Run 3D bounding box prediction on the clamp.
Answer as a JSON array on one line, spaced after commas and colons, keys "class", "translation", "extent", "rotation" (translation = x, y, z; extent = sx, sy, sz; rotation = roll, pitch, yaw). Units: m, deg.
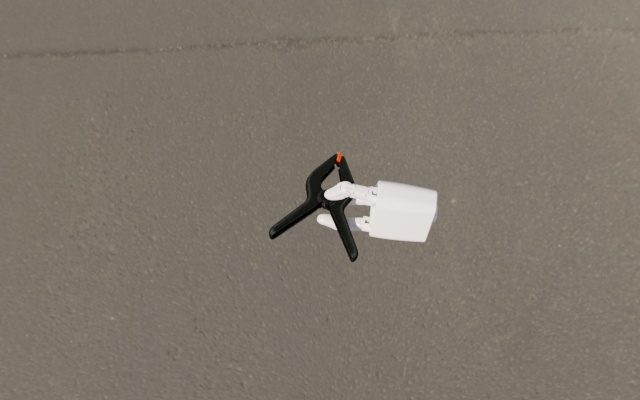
[{"class": "clamp", "translation": [0.001, 0.002, 0.890], "extent": [0.164, 0.210, 0.036], "rotation": [10, -25, 1]}]
